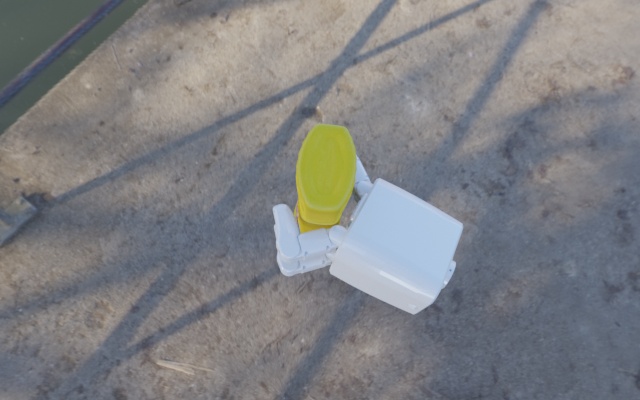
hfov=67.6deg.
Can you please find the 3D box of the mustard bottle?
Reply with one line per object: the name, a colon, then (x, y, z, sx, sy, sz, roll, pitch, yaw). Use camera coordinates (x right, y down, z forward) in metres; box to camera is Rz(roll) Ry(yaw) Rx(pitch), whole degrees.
mustard bottle: (0.000, 0.002, 0.537, 0.058, 0.096, 0.192, 5, -23, -2)
